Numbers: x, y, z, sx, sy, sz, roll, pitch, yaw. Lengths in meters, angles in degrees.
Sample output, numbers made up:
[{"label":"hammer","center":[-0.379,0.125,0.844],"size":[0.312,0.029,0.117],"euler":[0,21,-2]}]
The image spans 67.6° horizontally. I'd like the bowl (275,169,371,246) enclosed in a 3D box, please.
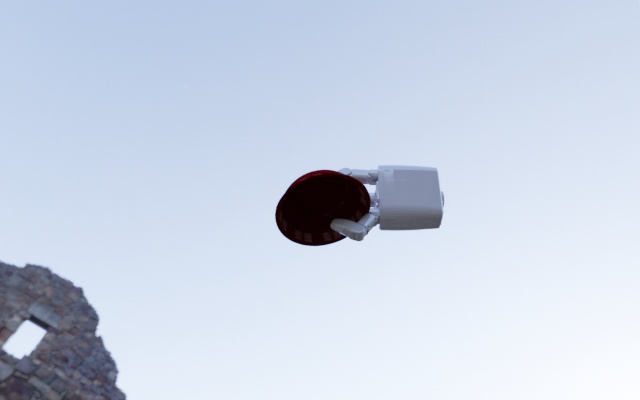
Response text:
[{"label":"bowl","center":[-0.001,0.002,0.803],"size":[0.162,0.162,0.055],"euler":[0,41,-16]}]
